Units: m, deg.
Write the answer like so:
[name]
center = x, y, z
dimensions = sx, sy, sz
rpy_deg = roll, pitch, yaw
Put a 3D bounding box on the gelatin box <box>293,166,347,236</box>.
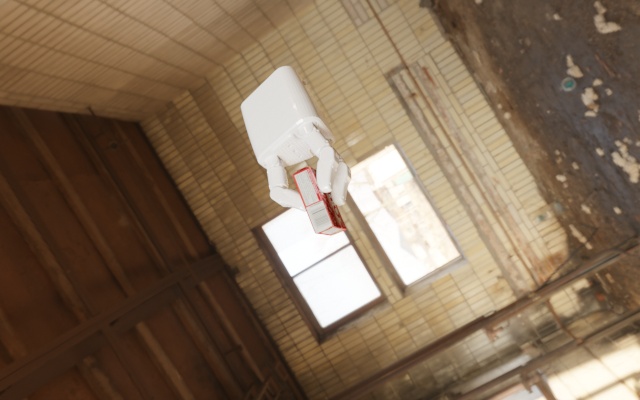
[gelatin box]
center = 0.000, 0.003, 0.649
dimensions = 0.030, 0.089, 0.073
rpy_deg = -24, -13, 12
